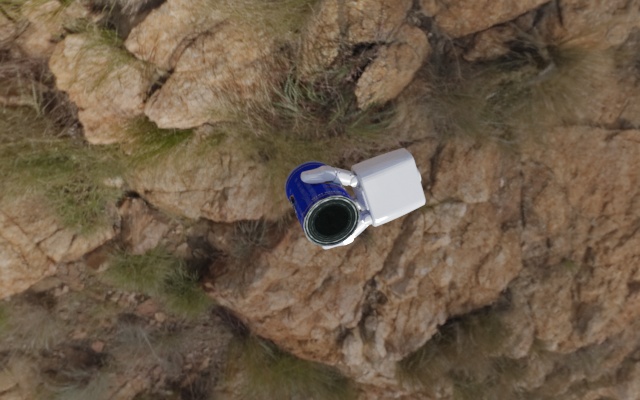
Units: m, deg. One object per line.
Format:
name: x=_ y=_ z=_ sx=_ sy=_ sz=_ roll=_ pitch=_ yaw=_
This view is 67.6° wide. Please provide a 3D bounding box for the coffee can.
coffee can: x=0.000 y=0.003 z=0.870 sx=0.103 sy=0.103 sz=0.140 roll=0 pitch=29 yaw=-19
